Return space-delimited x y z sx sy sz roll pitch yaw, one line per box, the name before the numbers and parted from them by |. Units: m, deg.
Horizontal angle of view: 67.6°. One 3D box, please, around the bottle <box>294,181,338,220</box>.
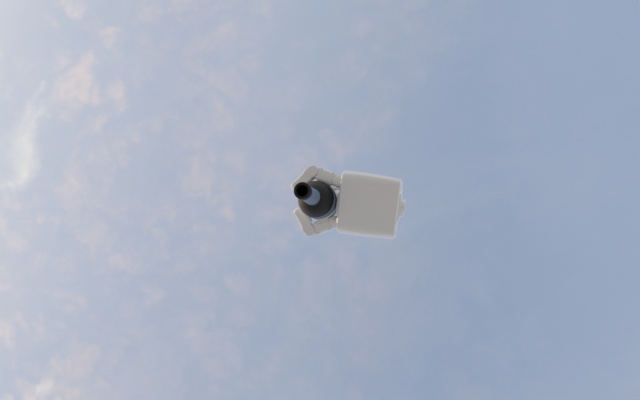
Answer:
bottle | 0.000 0.003 0.878 0.069 0.069 0.296 0 -7 11
